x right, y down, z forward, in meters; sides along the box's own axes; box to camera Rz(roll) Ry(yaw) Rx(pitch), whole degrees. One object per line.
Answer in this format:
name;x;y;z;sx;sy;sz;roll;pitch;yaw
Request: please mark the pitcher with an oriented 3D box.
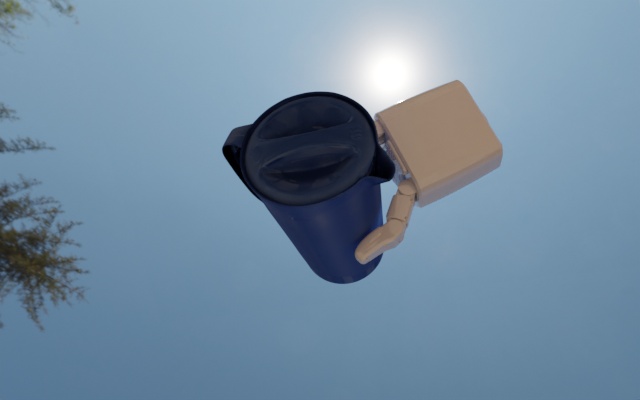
pitcher;0.000;0.002;0.547;0.145;0.149;0.243;-27;-32;-4
